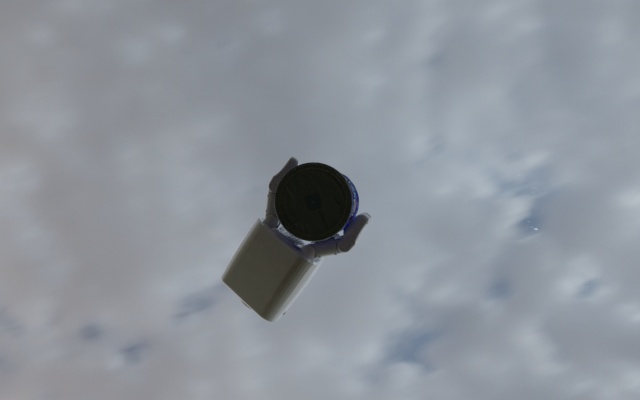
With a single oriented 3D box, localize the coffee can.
[{"bbox_3d":[0.000,0.002,0.682,0.103,0.103,0.140,0,0,8],"label":"coffee can"}]
